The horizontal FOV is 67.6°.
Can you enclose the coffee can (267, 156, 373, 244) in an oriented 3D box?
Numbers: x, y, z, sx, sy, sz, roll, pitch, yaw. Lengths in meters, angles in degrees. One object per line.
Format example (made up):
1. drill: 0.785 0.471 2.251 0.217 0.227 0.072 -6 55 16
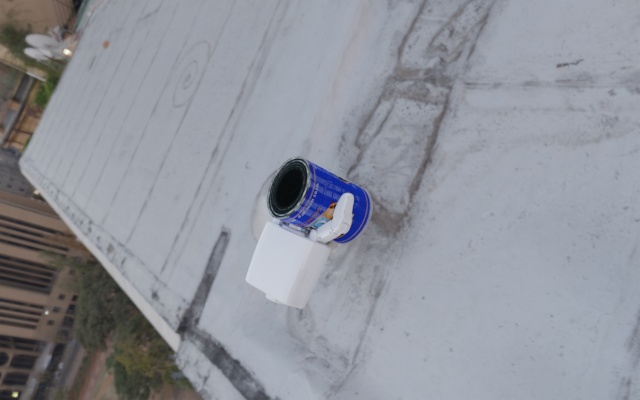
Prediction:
1. coffee can: 0.000 0.002 0.767 0.140 0.102 0.103 24 -15 -37
